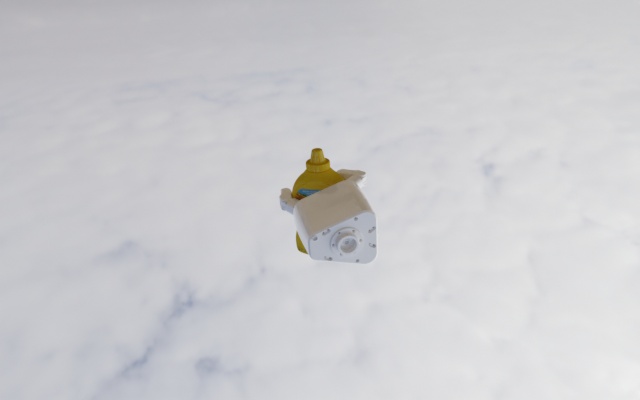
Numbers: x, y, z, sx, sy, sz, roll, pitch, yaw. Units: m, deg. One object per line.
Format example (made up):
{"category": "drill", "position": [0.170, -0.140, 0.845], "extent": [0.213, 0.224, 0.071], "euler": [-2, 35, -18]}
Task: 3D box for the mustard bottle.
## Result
{"category": "mustard bottle", "position": [0.000, 0.003, 0.821], "extent": [0.096, 0.192, 0.058], "euler": [2, 27, 12]}
